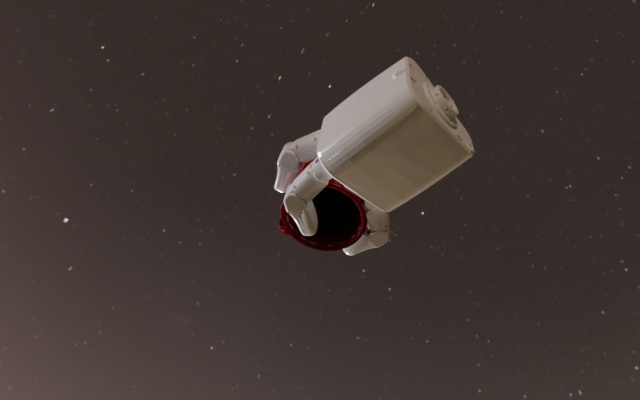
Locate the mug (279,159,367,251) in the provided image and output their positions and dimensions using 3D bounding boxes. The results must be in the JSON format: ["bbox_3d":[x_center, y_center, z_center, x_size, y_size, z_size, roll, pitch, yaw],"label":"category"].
[{"bbox_3d":[-0.001,0.002,0.547,0.117,0.093,0.081,-32,25,28],"label":"mug"}]
